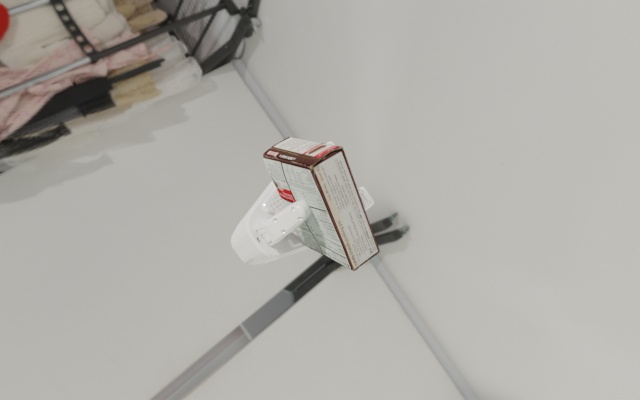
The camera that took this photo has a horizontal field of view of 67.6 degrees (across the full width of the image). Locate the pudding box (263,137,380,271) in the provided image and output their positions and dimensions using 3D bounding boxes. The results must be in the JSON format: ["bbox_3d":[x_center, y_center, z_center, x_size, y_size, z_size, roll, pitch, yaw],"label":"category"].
[{"bbox_3d":[0.000,0.002,0.442,0.039,0.113,0.090,-36,29,-23],"label":"pudding box"}]
